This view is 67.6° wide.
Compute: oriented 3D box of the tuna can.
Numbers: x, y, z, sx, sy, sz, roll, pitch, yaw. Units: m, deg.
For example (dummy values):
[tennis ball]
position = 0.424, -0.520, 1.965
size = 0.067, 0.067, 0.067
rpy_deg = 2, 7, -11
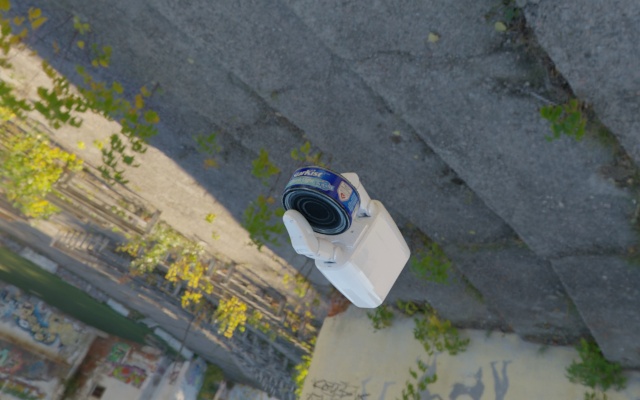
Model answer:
[tuna can]
position = 0.000, 0.002, 0.540
size = 0.086, 0.033, 0.086
rpy_deg = 19, -34, 13
